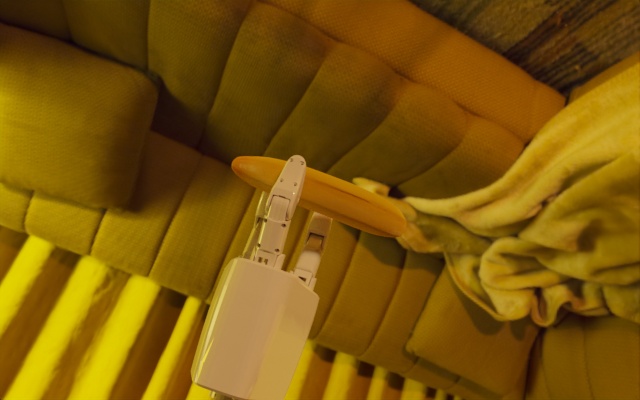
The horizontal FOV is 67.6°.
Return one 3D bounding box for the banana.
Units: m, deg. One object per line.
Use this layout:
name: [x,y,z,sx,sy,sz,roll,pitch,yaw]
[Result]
banana: [0.010,0.000,0.464,0.198,0.037,0.069,23,-15,-18]
